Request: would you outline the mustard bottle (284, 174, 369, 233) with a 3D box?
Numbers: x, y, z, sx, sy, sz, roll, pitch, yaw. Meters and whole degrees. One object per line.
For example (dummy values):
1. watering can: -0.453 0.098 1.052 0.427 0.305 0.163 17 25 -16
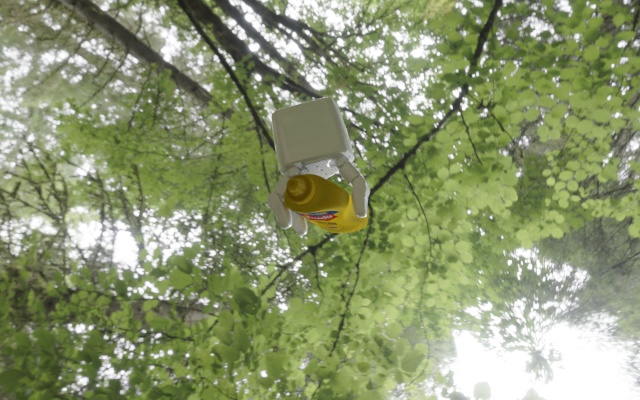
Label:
1. mustard bottle: 0.000 0.003 0.723 0.096 0.058 0.192 3 -14 25
